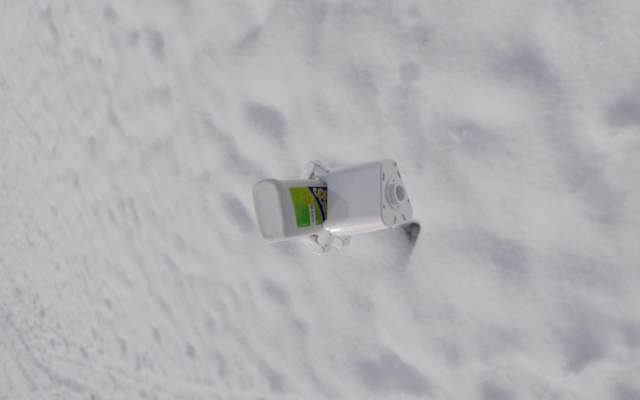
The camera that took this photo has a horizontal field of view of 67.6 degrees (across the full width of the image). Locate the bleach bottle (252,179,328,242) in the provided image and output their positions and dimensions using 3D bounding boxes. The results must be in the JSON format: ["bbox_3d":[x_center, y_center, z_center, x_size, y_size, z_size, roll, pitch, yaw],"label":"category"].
[{"bbox_3d":[0.000,0.003,0.826,0.068,0.102,0.251,-10,1,41],"label":"bleach bottle"}]
